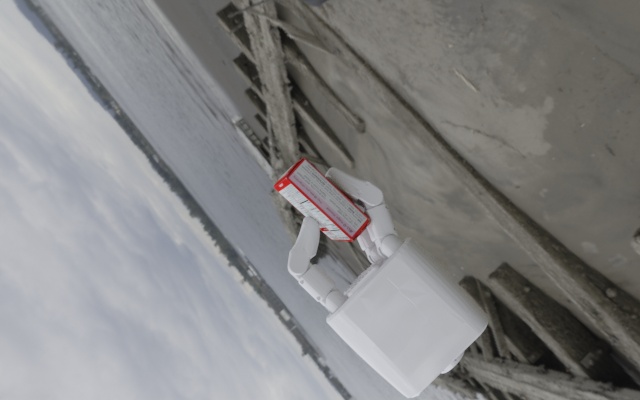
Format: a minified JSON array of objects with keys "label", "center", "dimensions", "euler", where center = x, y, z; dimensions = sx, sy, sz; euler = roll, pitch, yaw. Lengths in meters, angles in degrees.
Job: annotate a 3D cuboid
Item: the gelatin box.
[{"label":"gelatin box","center":[0.000,0.002,0.469],"dimensions":[0.089,0.030,0.073],"euler":[42,-13,-7]}]
